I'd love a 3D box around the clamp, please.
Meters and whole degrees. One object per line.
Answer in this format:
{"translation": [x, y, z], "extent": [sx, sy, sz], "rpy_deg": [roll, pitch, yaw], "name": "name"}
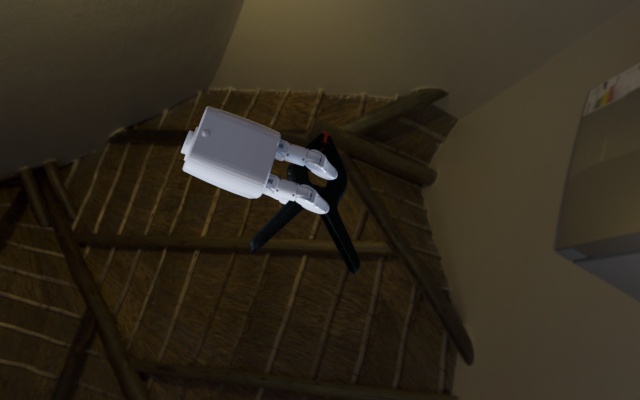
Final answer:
{"translation": [0.000, 0.002, 0.701], "extent": [0.164, 0.210, 0.036], "rpy_deg": [21, -22, -17], "name": "clamp"}
